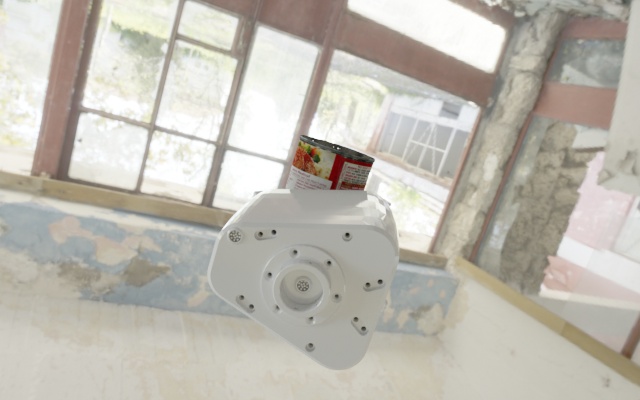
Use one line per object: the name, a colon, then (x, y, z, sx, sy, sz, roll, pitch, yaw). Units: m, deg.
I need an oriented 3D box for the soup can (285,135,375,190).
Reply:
soup can: (0.000, 0.002, 0.420, 0.068, 0.102, 0.068, 17, 11, -3)
